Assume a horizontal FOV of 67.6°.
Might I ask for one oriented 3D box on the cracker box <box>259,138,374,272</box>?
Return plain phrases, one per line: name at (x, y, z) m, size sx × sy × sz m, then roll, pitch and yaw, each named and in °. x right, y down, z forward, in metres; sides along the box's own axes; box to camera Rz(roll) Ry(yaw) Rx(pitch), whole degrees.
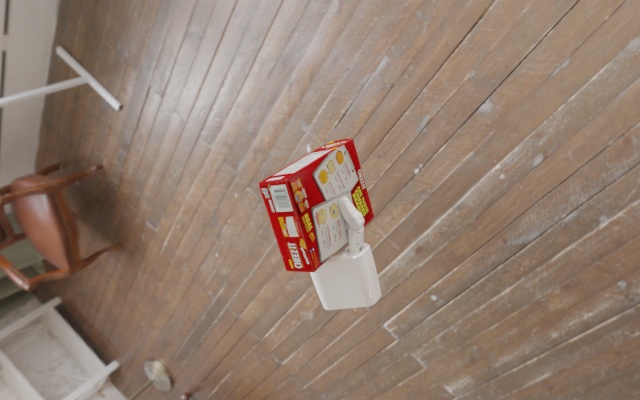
cracker box at (0.000, 0.003, 0.840) m, size 0.072 × 0.164 × 0.213 m, roll -4°, pitch 21°, yaw 36°
